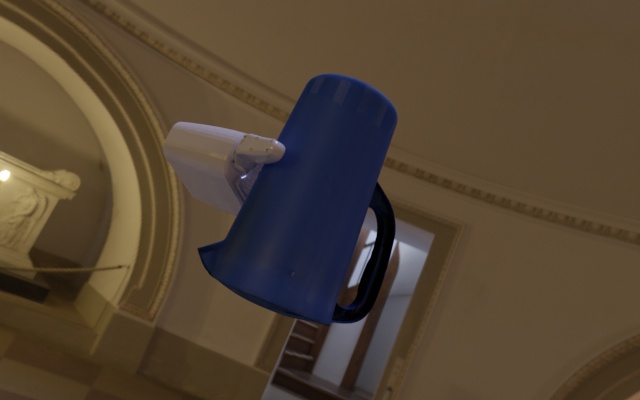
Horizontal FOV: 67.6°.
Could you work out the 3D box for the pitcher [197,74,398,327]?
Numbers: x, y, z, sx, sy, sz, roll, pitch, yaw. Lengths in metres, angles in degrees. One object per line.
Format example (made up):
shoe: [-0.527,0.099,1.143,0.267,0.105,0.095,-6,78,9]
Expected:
pitcher: [0.000,0.002,0.500,0.145,0.242,0.149,16,-14,31]
